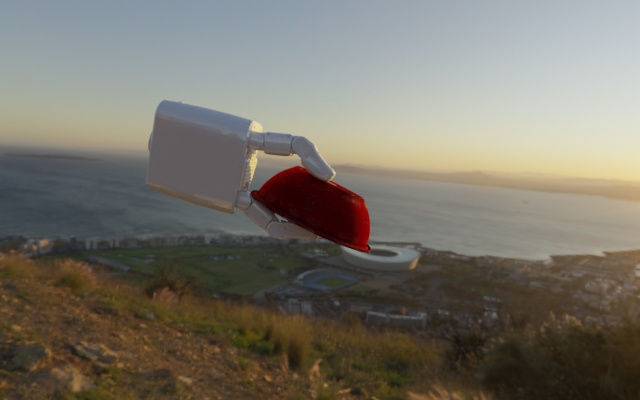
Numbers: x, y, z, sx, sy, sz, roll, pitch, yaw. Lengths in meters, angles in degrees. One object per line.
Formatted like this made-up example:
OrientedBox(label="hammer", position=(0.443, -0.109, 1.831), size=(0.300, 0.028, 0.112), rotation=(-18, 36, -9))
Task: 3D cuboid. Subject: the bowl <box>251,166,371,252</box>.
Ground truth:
OrientedBox(label="bowl", position=(0.001, 0.002, 0.579), size=(0.162, 0.055, 0.162), rotation=(26, 5, -2))
